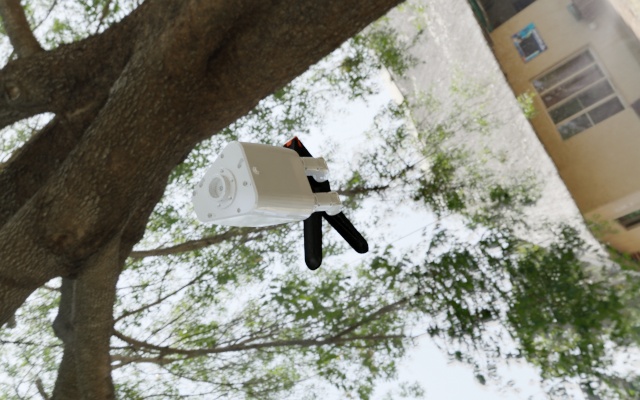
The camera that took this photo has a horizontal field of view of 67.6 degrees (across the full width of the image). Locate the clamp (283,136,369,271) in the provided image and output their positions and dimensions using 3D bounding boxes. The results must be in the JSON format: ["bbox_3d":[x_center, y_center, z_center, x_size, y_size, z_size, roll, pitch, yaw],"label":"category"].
[{"bbox_3d":[-0.001,0.002,0.725,0.036,0.210,0.164,-29,-19,28],"label":"clamp"}]
